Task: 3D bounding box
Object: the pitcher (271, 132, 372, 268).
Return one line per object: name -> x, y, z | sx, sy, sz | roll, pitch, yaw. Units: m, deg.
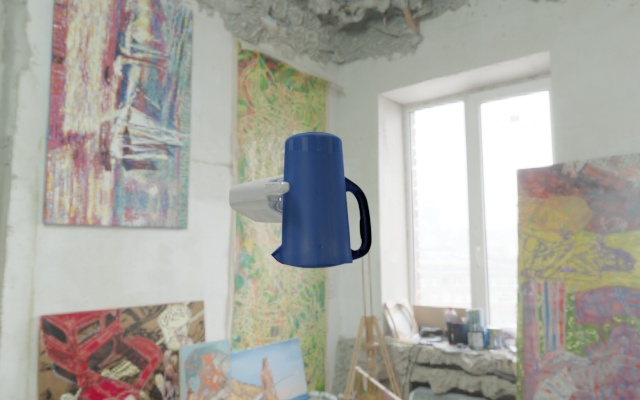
pitcher -> 0.000, 0.003, 0.885 | 0.145, 0.243, 0.149 | -5, -7, 33
